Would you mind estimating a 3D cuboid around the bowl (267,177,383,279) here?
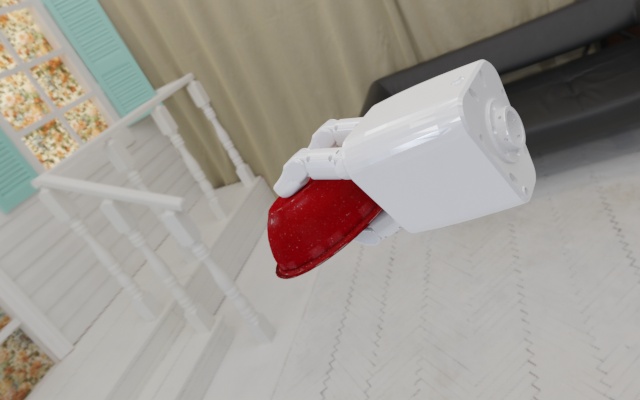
[{"bbox_3d":[-0.001,0.002,0.474,0.162,0.055,0.162,-40,12,10],"label":"bowl"}]
